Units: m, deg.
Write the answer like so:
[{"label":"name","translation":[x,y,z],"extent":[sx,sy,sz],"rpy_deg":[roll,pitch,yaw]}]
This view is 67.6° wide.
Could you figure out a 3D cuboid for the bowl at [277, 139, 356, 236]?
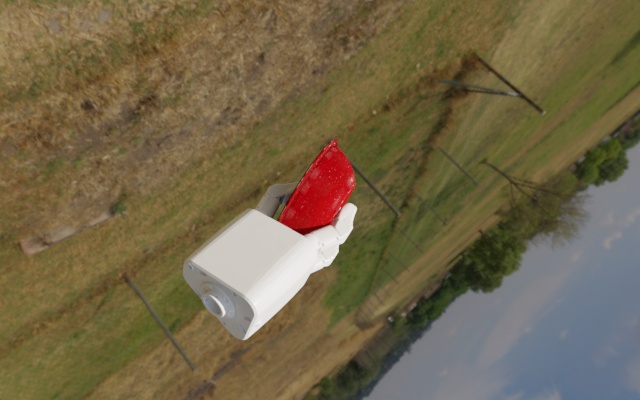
[{"label":"bowl","translation":[0.001,0.001,0.630],"extent":[0.055,0.162,0.162],"rpy_deg":[32,3,5]}]
